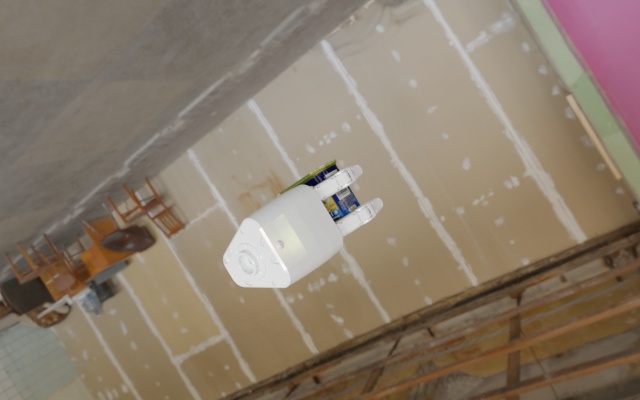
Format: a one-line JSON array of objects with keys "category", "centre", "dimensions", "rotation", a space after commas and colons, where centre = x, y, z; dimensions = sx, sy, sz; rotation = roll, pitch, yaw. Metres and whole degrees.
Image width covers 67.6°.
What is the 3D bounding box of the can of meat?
[{"category": "can of meat", "centre": [0.000, 0.003, 0.683], "dimensions": [0.102, 0.084, 0.057], "rotation": [-31, 0, 40]}]
